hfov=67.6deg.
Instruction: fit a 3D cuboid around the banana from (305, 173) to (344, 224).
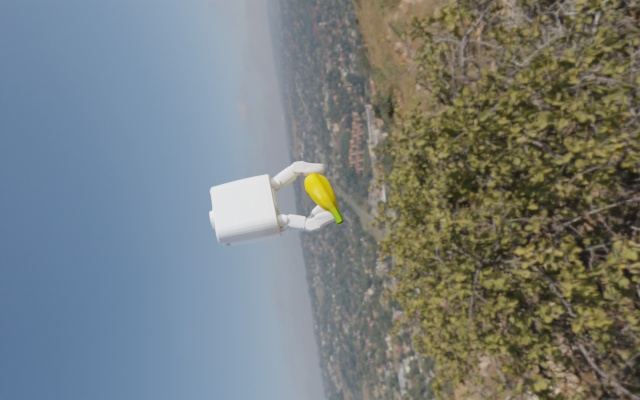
[{"bbox_3d":[-0.004,-0.014,0.816,0.037,0.070,0.197,-16,15,-6],"label":"banana"}]
